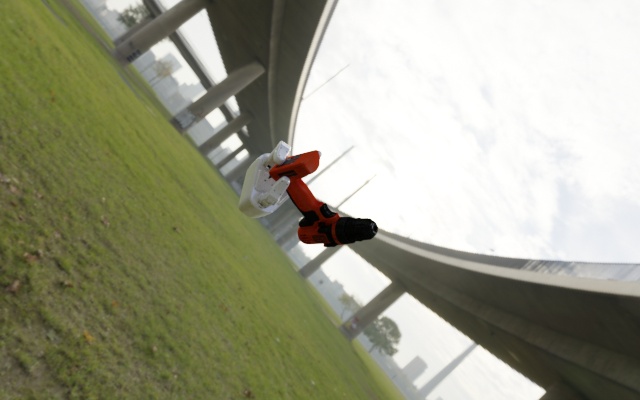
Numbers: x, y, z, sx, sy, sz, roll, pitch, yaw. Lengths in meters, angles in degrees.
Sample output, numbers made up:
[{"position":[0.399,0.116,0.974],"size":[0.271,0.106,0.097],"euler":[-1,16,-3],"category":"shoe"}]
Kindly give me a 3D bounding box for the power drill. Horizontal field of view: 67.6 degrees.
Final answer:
[{"position":[0.000,0.002,0.876],"size":[0.184,0.188,0.057],"euler":[-9,26,41],"category":"power drill"}]
